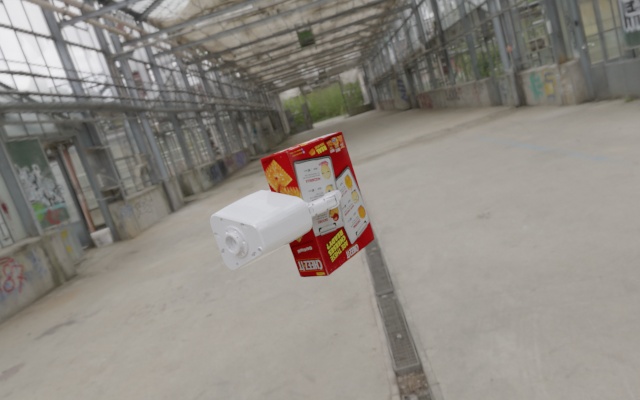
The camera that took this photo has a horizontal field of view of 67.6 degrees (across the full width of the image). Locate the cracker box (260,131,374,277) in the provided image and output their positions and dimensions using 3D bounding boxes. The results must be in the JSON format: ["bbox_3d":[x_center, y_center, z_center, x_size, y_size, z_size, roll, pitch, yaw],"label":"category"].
[{"bbox_3d":[0.000,0.003,0.836,0.072,0.214,0.164,-10,12,39],"label":"cracker box"}]
